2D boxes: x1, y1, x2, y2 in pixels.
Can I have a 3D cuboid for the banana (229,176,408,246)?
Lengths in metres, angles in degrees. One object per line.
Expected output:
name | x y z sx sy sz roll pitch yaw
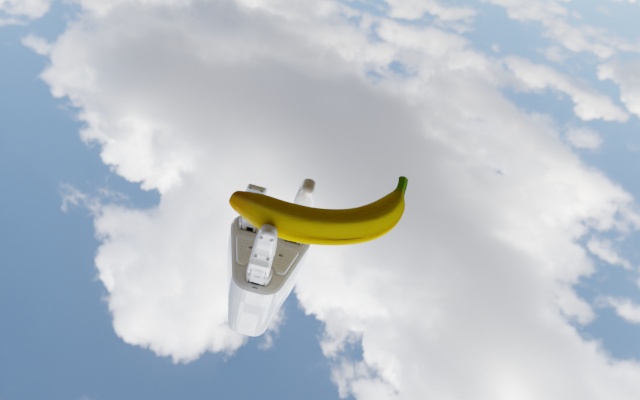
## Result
banana | 0.008 0.016 0.492 0.198 0.069 0.037 -4 -38 -19
